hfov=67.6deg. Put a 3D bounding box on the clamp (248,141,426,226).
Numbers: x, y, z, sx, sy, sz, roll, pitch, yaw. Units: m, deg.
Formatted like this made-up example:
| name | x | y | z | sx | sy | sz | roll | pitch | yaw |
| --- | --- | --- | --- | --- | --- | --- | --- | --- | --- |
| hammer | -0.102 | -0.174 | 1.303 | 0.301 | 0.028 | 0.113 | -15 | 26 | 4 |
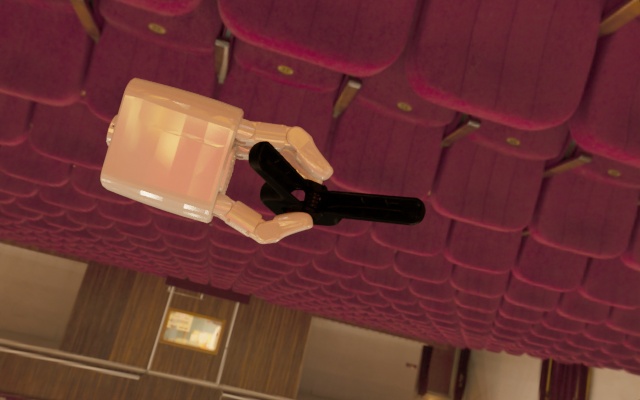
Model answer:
| name | x | y | z | sx | sy | sz | roll | pitch | yaw |
| --- | --- | --- | --- | --- | --- | --- | --- | --- | --- |
| clamp | 0.000 | 0.002 | 0.492 | 0.164 | 0.036 | 0.210 | 19 | -13 | -8 |
